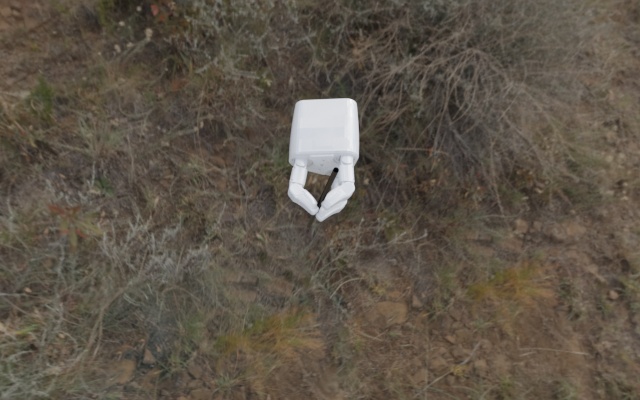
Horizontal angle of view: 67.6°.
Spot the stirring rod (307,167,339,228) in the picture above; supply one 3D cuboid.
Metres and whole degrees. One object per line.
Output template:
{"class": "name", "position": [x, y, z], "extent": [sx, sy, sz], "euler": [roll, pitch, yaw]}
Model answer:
{"class": "stirring rod", "position": [0.000, 0.002, 0.749], "extent": [0.011, 0.011, 0.240], "euler": [0, -21, -11]}
